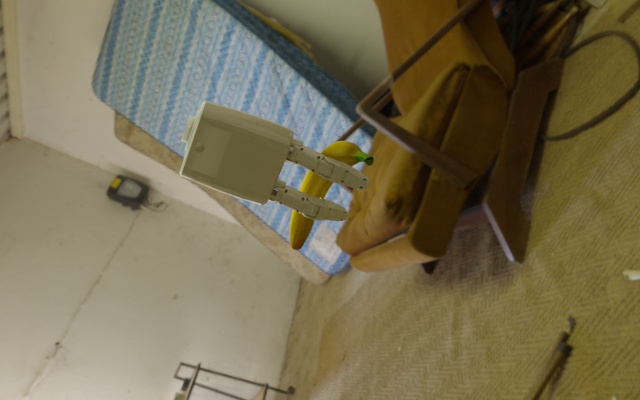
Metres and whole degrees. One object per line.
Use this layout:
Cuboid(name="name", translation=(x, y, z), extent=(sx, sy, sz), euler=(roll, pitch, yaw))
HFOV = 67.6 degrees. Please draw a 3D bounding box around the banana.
Cuboid(name="banana", translation=(0.000, -0.014, 0.624), extent=(0.037, 0.069, 0.198), euler=(13, -44, -24))
